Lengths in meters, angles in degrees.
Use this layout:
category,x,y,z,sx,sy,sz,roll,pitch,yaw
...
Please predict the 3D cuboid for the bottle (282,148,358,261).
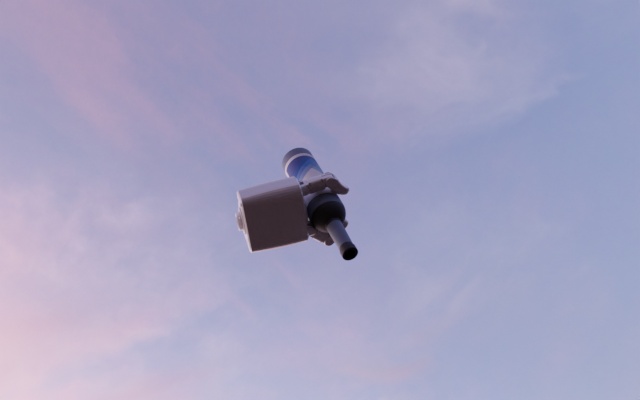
category,x,y,z,sx,sy,sz,roll,pitch,yaw
bottle,0.000,0.003,0.871,0.069,0.069,0.295,0,34,-23
